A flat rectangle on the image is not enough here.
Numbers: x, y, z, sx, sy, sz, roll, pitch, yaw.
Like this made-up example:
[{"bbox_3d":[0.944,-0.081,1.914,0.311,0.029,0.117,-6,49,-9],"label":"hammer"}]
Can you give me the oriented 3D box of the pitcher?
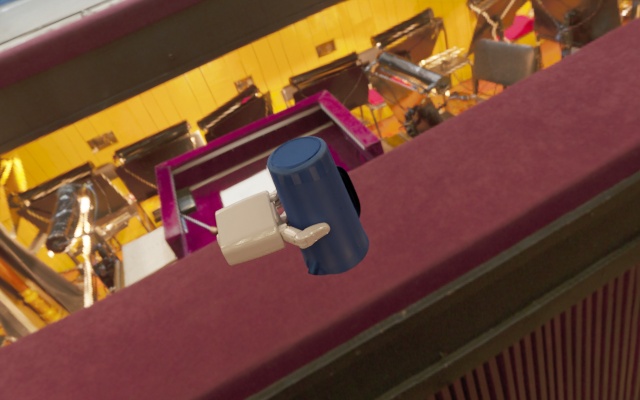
[{"bbox_3d":[0.000,0.003,0.872,0.145,0.243,0.149,-21,35,1],"label":"pitcher"}]
